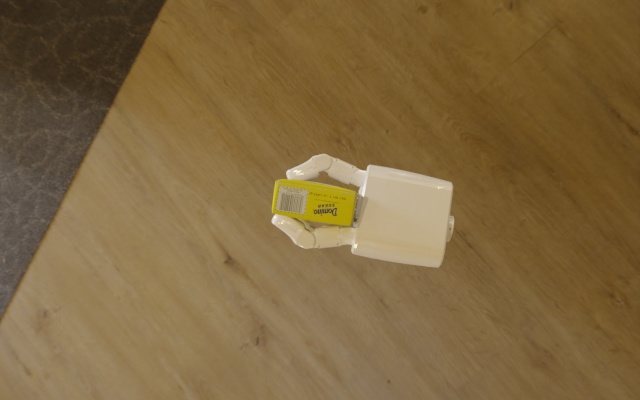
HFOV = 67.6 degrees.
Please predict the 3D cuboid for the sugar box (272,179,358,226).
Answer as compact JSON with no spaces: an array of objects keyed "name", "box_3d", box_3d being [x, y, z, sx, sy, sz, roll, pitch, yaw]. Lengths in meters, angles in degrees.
[{"name":"sugar box","box_3d":[0.000,0.003,0.614,0.093,0.048,0.176,10,-1,6]}]
